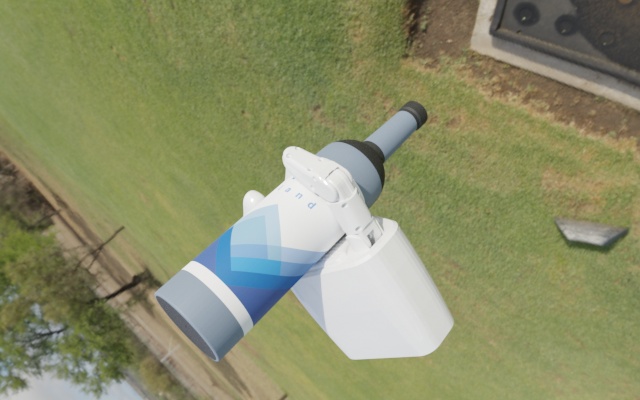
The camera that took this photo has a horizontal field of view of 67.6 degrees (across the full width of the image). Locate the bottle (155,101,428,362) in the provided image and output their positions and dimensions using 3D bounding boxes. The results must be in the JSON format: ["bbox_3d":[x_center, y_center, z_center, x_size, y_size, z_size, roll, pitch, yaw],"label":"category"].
[{"bbox_3d":[0.000,0.001,0.405,0.295,0.069,0.069,-43,24,-28],"label":"bottle"}]
